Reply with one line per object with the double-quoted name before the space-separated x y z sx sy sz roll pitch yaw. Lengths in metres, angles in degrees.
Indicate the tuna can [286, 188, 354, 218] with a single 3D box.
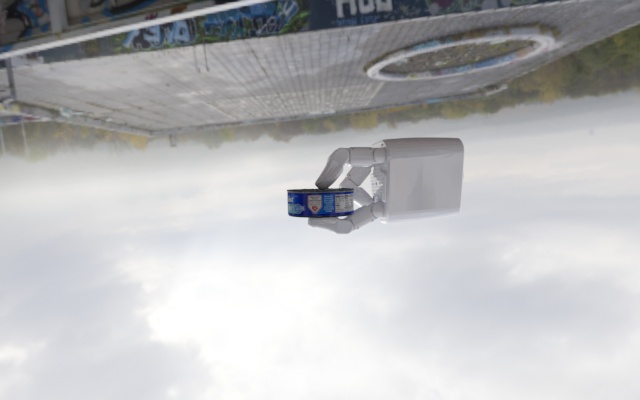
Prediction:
"tuna can" 0.000 0.003 0.605 0.086 0.034 0.086 -1 3 0
